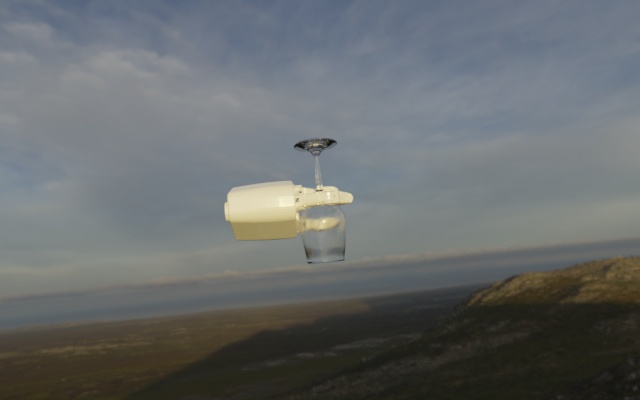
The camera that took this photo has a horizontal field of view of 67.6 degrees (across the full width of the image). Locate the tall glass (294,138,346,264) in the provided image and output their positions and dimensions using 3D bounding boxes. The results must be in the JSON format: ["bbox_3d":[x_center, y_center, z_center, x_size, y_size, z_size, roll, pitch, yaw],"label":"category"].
[{"bbox_3d":[0.000,0.002,0.798,0.079,0.201,0.079,-5,-9,-1],"label":"tall glass"}]
